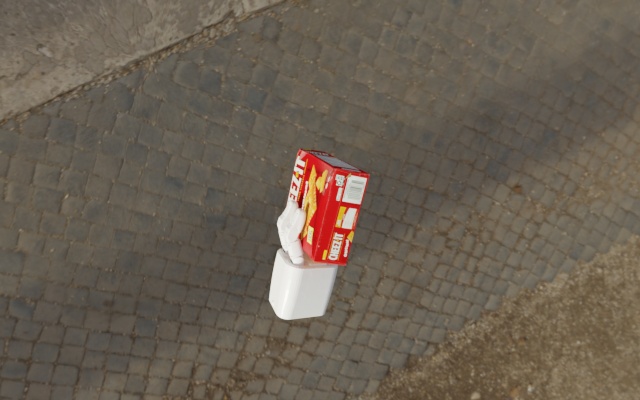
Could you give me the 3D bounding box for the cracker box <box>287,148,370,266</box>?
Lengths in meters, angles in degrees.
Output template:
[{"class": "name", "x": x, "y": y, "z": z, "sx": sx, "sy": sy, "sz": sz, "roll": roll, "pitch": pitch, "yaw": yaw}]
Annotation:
[{"class": "cracker box", "x": 0.000, "y": 0.003, "z": 0.878, "sx": 0.072, "sy": 0.164, "sz": 0.213, "roll": 9, "pitch": 12, "yaw": -21}]
